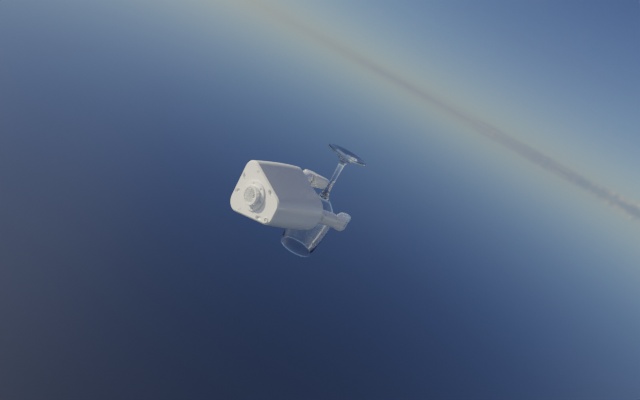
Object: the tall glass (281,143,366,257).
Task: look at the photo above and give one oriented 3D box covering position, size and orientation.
[{"bbox_3d":[0.001,0.002,0.856,0.079,0.201,0.079,26,17,-9],"label":"tall glass"}]
